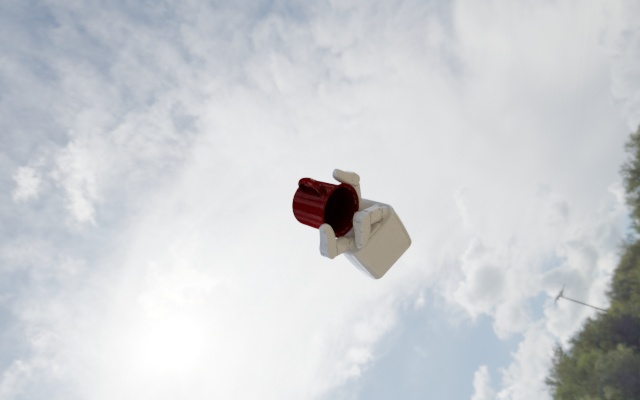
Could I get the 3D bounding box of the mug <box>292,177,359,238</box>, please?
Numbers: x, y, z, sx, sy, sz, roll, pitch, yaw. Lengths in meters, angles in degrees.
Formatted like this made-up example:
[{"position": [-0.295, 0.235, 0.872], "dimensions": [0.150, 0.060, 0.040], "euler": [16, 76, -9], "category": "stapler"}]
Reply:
[{"position": [-0.001, 0.002, 0.806], "dimensions": [0.081, 0.093, 0.117], "euler": [15, -27, 42], "category": "mug"}]
